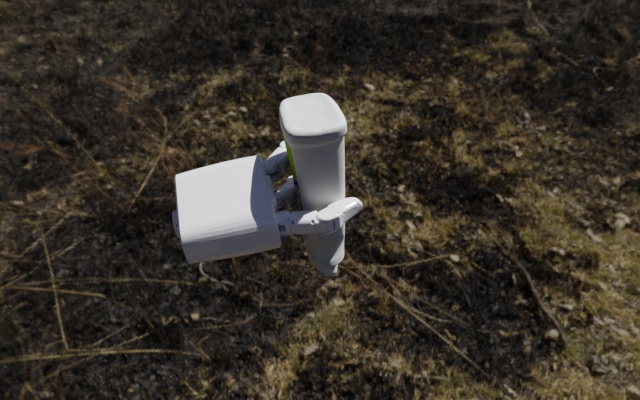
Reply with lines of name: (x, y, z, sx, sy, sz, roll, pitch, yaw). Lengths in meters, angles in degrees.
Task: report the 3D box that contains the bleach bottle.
bleach bottle: (0.000, 0.002, 0.594, 0.068, 0.251, 0.102, -11, 37, -6)
